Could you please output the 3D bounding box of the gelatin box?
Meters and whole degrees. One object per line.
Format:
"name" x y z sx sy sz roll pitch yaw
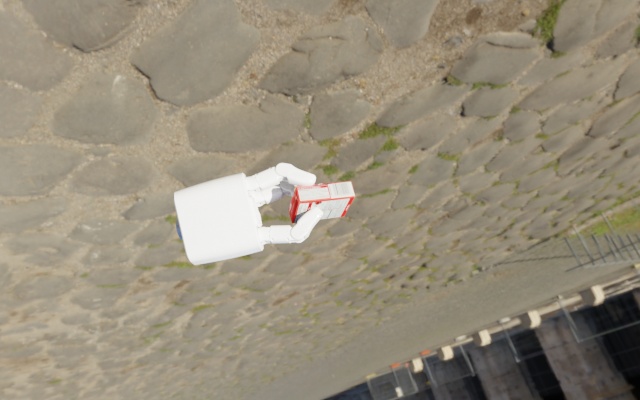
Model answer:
"gelatin box" 0.001 0.003 0.724 0.089 0.030 0.073 -6 -25 -14
